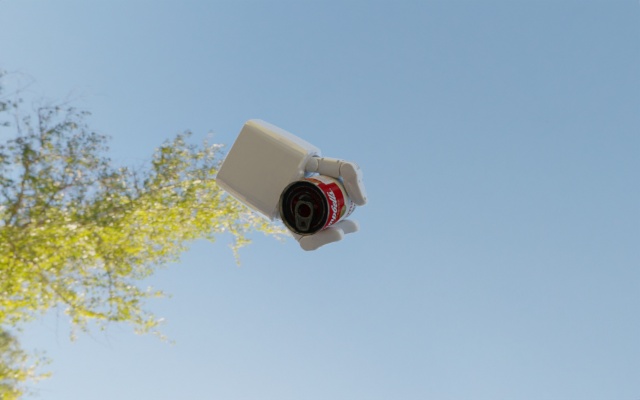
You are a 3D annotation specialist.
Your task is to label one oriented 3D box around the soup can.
[{"bbox_3d":[0.001,0.002,0.617,0.068,0.068,0.102,0,9,25],"label":"soup can"}]
